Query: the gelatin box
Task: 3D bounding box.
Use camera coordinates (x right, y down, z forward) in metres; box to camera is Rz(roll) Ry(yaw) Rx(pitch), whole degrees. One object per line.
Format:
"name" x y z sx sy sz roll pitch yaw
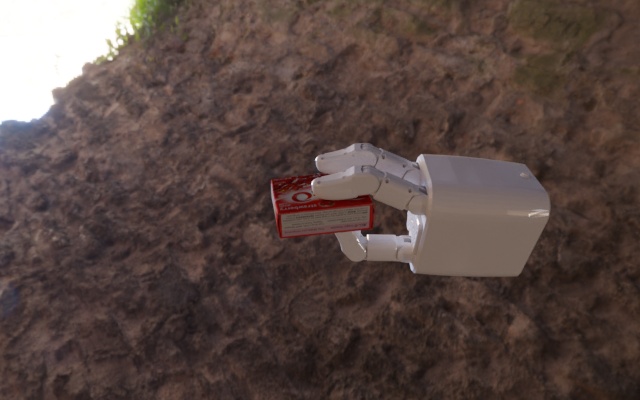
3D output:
"gelatin box" 0.000 0.002 0.454 0.089 0.030 0.073 -6 28 -8
